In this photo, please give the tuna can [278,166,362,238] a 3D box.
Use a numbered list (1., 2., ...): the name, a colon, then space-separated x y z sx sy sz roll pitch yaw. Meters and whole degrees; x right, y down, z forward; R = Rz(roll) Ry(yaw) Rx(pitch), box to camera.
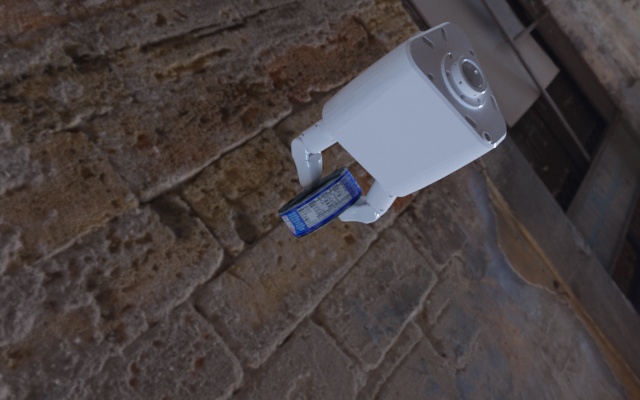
1. tuna can: 0.000 0.002 0.494 0.086 0.034 0.086 -33 7 4
